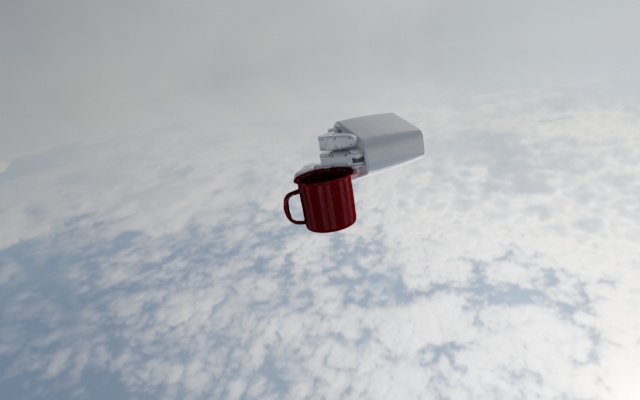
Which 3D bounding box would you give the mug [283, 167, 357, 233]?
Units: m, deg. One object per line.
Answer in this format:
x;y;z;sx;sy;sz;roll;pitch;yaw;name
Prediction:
-0.001;0.003;0.730;0.117;0.081;0.093;-16;18;-20;mug
